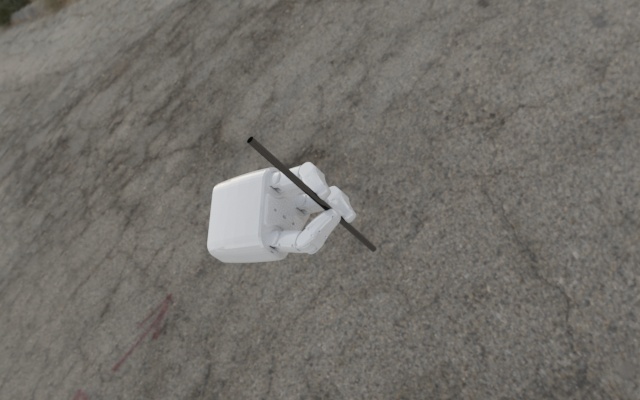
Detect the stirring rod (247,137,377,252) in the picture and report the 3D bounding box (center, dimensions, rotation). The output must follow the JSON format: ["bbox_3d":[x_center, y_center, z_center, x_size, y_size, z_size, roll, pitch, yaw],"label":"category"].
[{"bbox_3d":[0.000,0.002,0.547,0.011,0.011,0.240,0,-31,42],"label":"stirring rod"}]
